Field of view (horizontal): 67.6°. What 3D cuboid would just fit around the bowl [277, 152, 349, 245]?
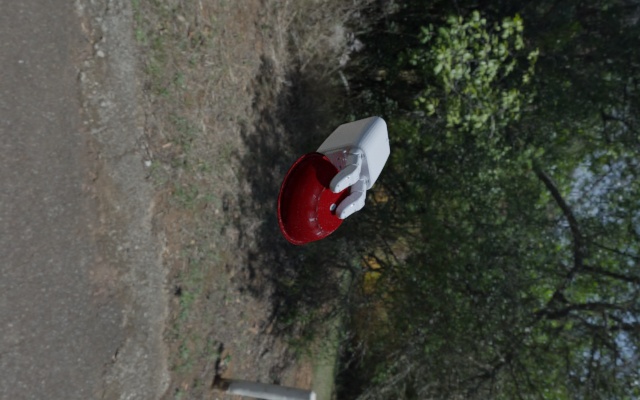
[{"bbox_3d":[0.000,0.004,0.797,0.055,0.162,0.162,16,9,35],"label":"bowl"}]
